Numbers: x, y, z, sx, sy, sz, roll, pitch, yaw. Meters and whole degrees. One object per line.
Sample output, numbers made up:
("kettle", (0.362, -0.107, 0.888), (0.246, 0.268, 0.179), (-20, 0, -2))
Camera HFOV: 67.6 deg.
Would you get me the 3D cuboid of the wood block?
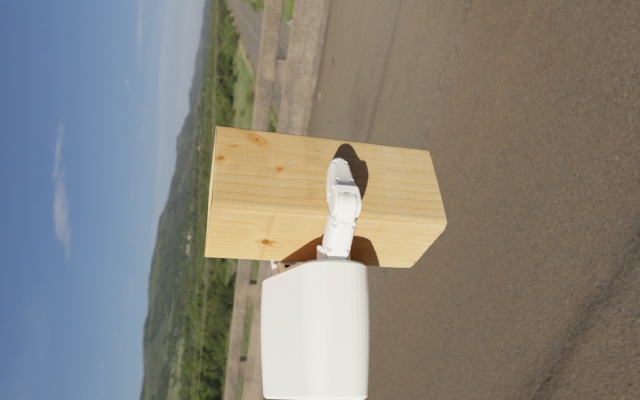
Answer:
("wood block", (0.000, 0.002, 0.455), (0.206, 0.090, 0.091), (5, -35, -14))
